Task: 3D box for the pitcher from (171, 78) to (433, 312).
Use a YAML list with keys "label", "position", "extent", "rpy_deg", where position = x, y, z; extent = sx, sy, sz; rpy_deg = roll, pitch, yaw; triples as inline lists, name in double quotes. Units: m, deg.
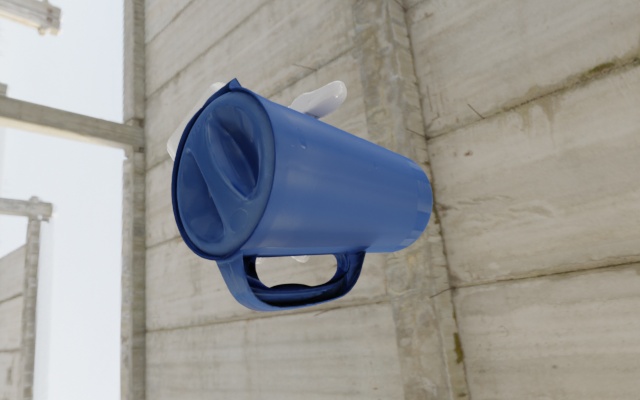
- label: "pitcher"
  position: [0.000, 0.001, 0.441]
  extent: [0.243, 0.149, 0.145]
  rpy_deg: [9, 22, -46]
